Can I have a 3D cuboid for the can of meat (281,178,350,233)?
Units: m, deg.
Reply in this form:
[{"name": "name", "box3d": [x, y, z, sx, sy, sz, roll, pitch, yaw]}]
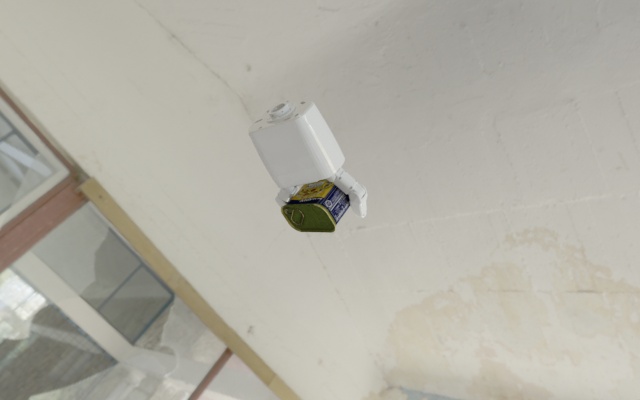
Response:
[{"name": "can of meat", "box3d": [0.000, 0.002, 0.770, 0.102, 0.057, 0.084, -3, 39, 44]}]
